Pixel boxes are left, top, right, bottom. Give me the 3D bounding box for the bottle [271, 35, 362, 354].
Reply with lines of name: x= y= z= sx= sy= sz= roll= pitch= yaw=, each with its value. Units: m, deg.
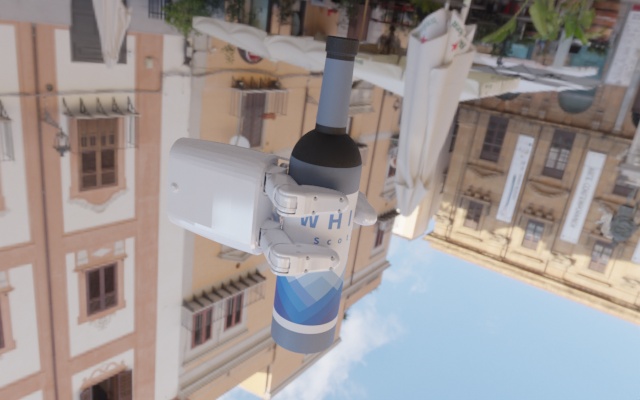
bottle: x=0.000 y=0.002 z=0.447 sx=0.069 sy=0.296 sz=0.069 roll=7 pitch=20 yaw=-2
